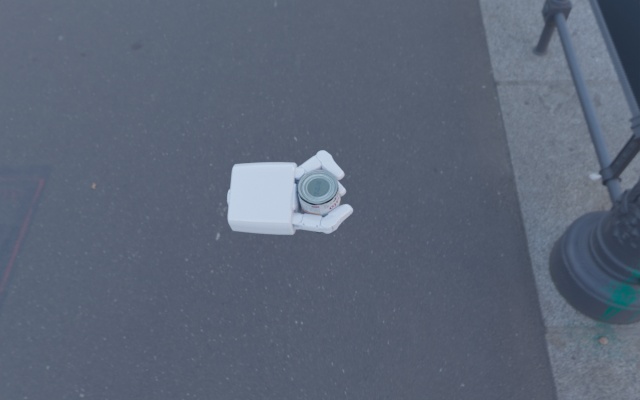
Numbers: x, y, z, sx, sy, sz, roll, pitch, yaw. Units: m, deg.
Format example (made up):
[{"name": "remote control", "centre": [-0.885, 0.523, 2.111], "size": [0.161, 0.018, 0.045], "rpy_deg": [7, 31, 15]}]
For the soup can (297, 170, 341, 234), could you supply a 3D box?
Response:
[{"name": "soup can", "centre": [0.001, 0.003, 0.800], "size": [0.068, 0.068, 0.102], "rpy_deg": [0, -30, 6]}]
